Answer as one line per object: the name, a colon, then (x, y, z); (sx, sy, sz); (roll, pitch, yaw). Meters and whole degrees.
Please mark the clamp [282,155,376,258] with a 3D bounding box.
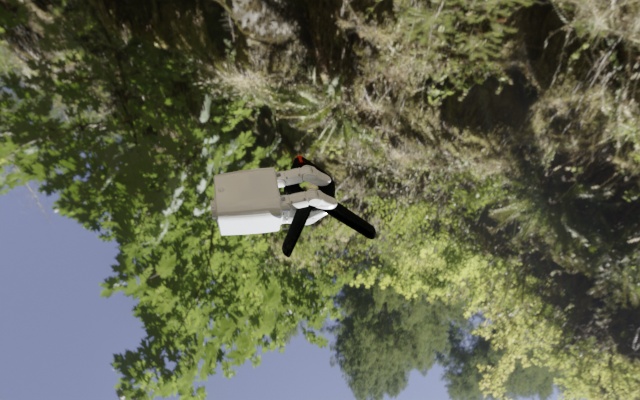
clamp: (0.000, 0.003, 0.851); (0.164, 0.209, 0.036); (-4, -38, -12)
